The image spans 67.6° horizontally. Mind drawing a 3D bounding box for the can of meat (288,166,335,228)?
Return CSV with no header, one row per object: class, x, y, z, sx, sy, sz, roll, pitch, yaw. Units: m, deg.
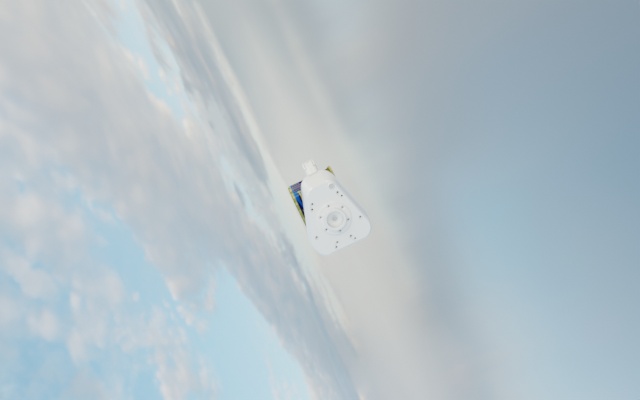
can of meat,0.000,0.003,0.849,0.084,0.102,0.057,-25,15,0
